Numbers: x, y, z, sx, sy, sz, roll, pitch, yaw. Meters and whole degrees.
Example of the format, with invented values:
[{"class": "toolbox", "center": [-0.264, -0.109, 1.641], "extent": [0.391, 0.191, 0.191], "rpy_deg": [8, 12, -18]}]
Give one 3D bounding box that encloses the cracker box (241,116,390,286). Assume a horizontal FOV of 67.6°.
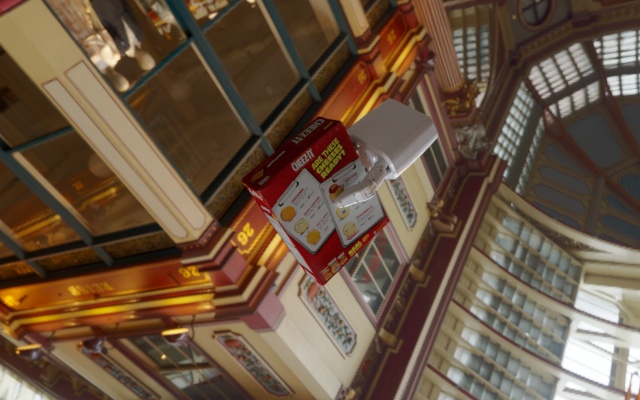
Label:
[{"class": "cracker box", "center": [0.000, 0.003, 0.753], "extent": [0.164, 0.214, 0.072], "rpy_deg": [-42, 35, -16]}]
